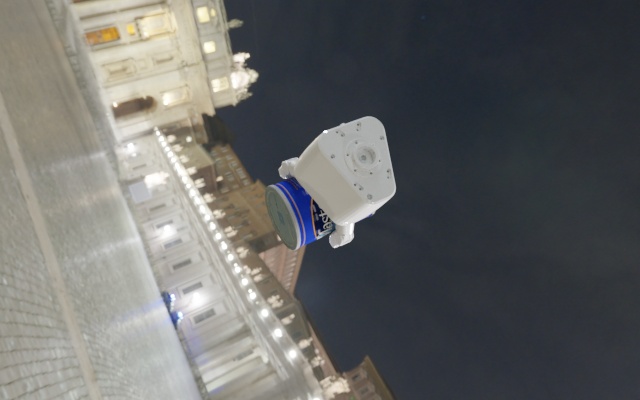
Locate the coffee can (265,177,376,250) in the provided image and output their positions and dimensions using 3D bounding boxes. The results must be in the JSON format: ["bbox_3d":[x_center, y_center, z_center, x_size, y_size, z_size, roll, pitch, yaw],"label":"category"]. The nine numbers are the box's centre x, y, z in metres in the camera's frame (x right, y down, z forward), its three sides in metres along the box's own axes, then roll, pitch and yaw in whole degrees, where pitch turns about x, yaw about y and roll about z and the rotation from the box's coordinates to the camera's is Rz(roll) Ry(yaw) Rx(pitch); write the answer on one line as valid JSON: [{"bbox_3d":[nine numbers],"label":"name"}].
[{"bbox_3d":[0.000,0.003,0.731,0.140,0.103,0.103,-22,9,-22],"label":"coffee can"}]
